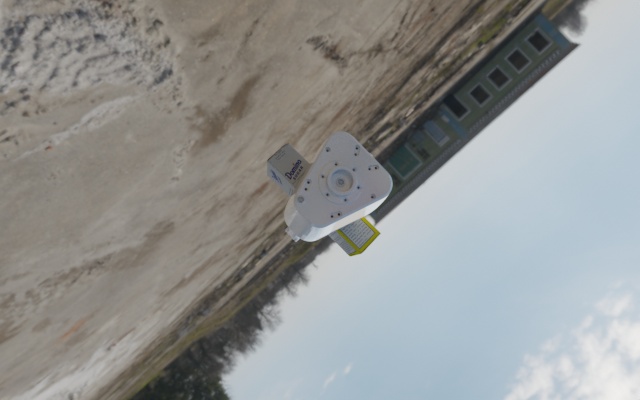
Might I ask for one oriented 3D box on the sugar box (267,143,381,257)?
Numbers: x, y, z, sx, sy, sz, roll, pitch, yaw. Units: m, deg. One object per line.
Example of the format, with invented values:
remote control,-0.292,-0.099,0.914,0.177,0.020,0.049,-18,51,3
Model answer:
sugar box,0.001,0.002,0.672,0.048,0.176,0.093,-43,-2,-11
